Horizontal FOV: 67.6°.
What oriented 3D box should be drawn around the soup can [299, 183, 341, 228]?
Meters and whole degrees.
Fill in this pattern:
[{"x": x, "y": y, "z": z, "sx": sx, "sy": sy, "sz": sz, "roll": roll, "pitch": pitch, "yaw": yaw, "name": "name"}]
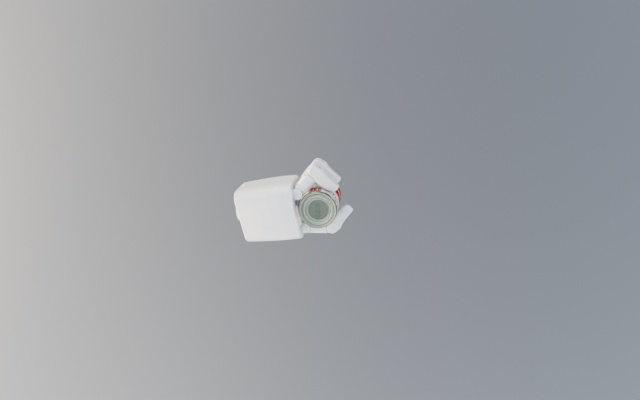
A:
[{"x": 0.001, "y": 0.003, "z": 0.858, "sx": 0.068, "sy": 0.068, "sz": 0.102, "roll": 0, "pitch": 16, "yaw": 6, "name": "soup can"}]
